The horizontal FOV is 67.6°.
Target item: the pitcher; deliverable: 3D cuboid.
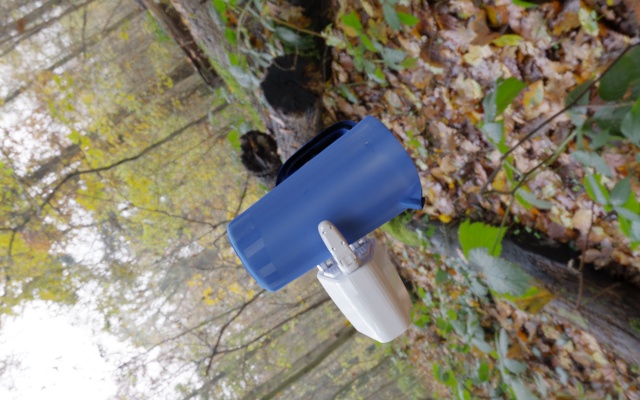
[{"bbox_3d":[0.000,0.002,0.628,0.243,0.145,0.149,-34,10,-2],"label":"pitcher"}]
